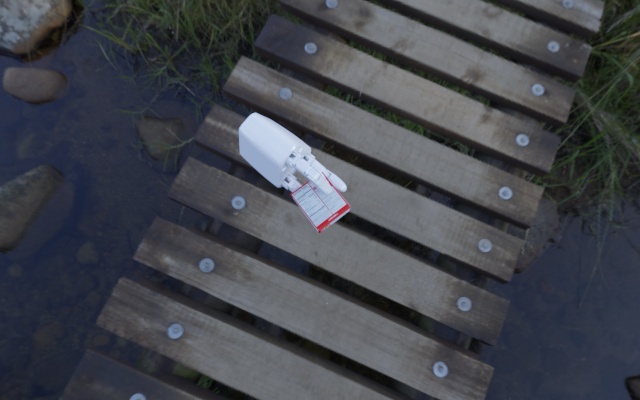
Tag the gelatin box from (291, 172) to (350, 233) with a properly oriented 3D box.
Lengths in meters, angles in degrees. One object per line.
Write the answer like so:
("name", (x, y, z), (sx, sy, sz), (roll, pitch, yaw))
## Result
("gelatin box", (0.000, 0.003, 0.875), (0.073, 0.089, 0.030), (-37, -16, -5))
